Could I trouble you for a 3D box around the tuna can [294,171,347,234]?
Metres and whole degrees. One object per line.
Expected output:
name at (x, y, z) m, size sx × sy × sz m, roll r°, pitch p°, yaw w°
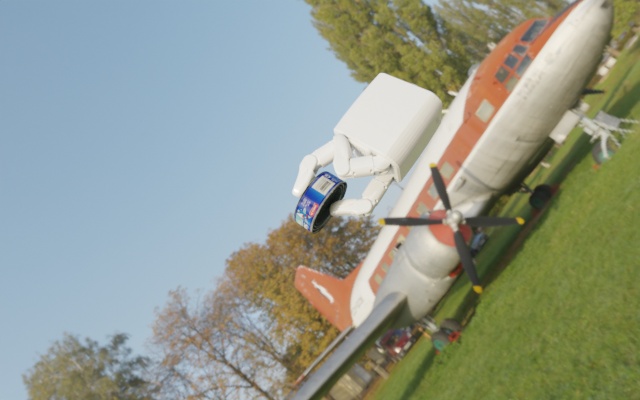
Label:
tuna can at (0.000, 0.002, 0.670) m, size 0.033 × 0.086 × 0.086 m, roll 33°, pitch 9°, yaw 15°
